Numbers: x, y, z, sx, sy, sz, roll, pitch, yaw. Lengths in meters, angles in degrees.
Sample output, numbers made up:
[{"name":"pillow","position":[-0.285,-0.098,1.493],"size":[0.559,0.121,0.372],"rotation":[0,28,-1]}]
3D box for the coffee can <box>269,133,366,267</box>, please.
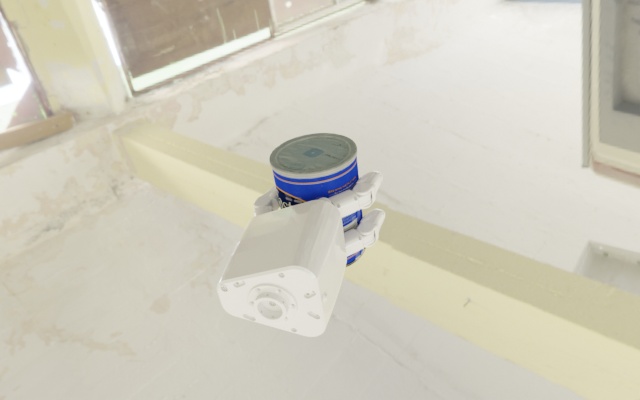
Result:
[{"name":"coffee can","position":[0.000,0.002,0.589],"size":[0.103,0.140,0.102],"rotation":[-6,32,4]}]
